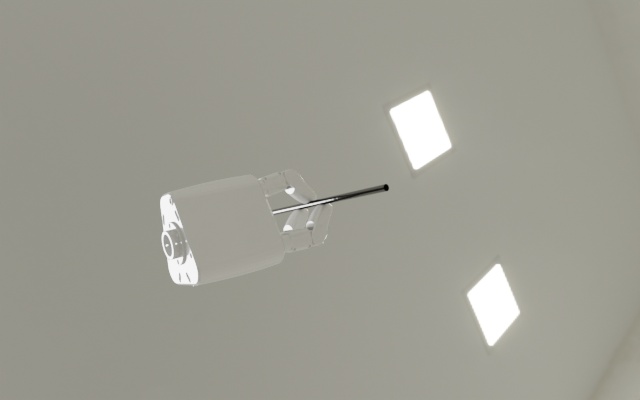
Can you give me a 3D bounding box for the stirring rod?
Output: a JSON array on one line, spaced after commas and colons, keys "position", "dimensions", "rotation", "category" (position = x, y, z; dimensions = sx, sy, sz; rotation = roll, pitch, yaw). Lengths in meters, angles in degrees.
[{"position": [0.000, 0.002, 0.603], "dimensions": [0.011, 0.011, 0.239], "rotation": [0, -8, -36], "category": "stirring rod"}]
